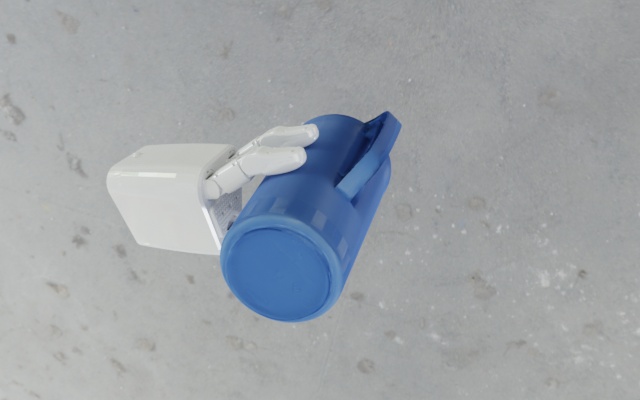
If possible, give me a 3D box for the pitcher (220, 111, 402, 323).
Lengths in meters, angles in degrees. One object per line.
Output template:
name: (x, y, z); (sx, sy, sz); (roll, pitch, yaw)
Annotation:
pitcher: (0.000, 0.002, 0.486); (0.145, 0.149, 0.242); (5, 28, 13)
